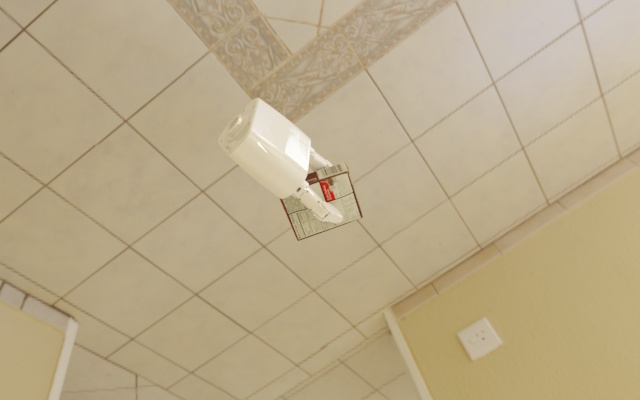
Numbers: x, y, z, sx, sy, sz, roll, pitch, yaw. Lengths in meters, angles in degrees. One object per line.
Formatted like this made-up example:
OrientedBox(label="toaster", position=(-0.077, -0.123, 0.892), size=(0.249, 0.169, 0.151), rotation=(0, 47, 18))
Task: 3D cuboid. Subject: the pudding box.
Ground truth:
OrientedBox(label="pudding box", position=(0.000, 0.002, 0.739), size=(0.113, 0.090, 0.039), rotation=(-18, 29, 2))
